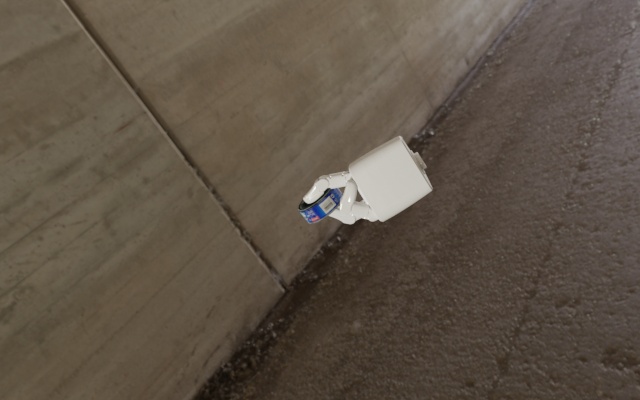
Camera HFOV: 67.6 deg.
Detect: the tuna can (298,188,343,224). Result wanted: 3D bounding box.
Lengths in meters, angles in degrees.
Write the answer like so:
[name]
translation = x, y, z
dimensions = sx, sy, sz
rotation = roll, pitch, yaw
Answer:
[tuna can]
translation = 0.000, 0.003, 0.895
dimensions = 0.086, 0.034, 0.086
rotation = -35, 18, 13
